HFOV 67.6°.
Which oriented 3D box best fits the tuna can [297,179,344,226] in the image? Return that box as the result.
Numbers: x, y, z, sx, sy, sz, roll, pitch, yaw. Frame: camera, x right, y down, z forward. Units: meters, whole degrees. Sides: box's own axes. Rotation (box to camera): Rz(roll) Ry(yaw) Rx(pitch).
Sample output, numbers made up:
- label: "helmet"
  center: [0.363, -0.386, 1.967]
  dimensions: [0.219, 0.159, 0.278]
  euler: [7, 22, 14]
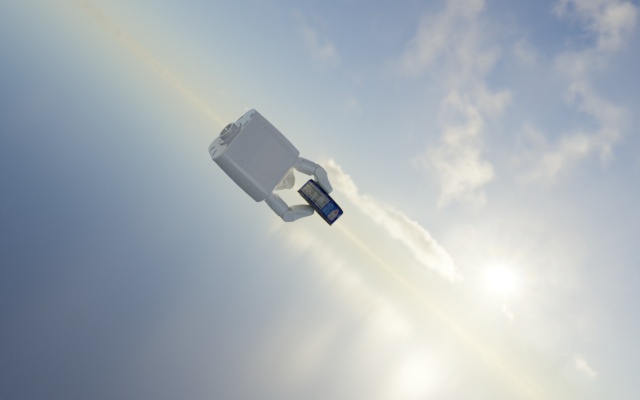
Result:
- label: "tuna can"
  center: [0.001, 0.002, 0.829]
  dimensions: [0.034, 0.086, 0.086]
  euler: [-44, 3, -3]
